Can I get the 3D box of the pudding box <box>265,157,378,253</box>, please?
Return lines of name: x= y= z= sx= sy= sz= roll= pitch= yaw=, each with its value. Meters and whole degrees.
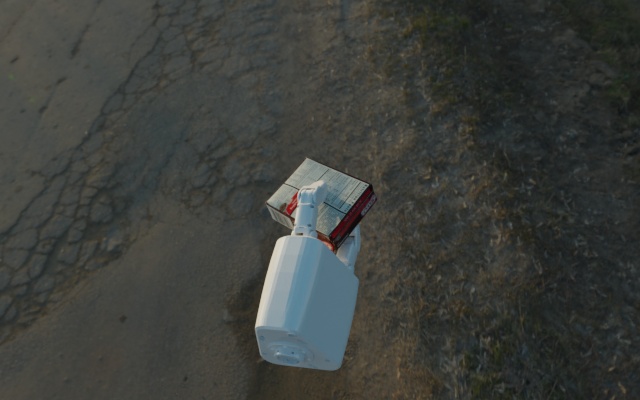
pudding box: x=0.000 y=0.002 z=0.599 sx=0.113 sy=0.090 sz=0.039 roll=27 pitch=-25 yaw=33
